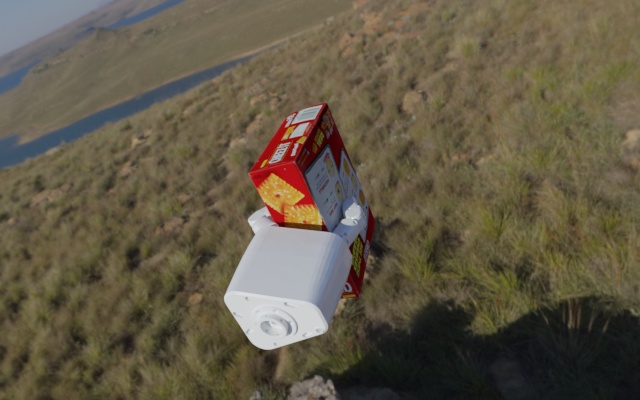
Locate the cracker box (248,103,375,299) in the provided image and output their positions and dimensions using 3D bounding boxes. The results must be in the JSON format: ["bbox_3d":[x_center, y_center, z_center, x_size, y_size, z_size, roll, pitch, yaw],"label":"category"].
[{"bbox_3d":[0.000,0.002,0.644,0.072,0.214,0.164,-11,31,23],"label":"cracker box"}]
